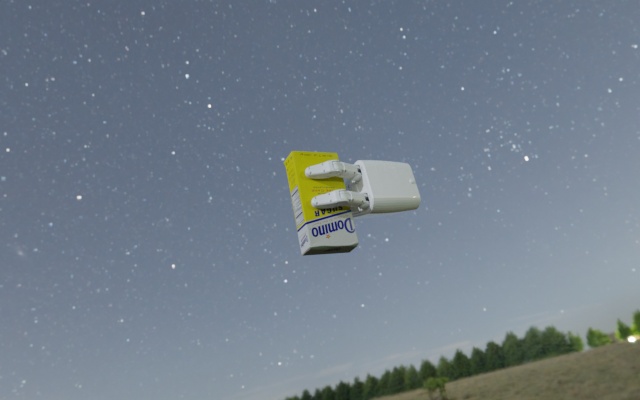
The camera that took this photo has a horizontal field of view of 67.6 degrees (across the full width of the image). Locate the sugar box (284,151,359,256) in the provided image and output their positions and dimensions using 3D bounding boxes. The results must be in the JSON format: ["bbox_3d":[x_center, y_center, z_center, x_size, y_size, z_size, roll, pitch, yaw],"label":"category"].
[{"bbox_3d":[0.000,0.002,0.812,0.093,0.176,0.048,-1,-27,-27],"label":"sugar box"}]
